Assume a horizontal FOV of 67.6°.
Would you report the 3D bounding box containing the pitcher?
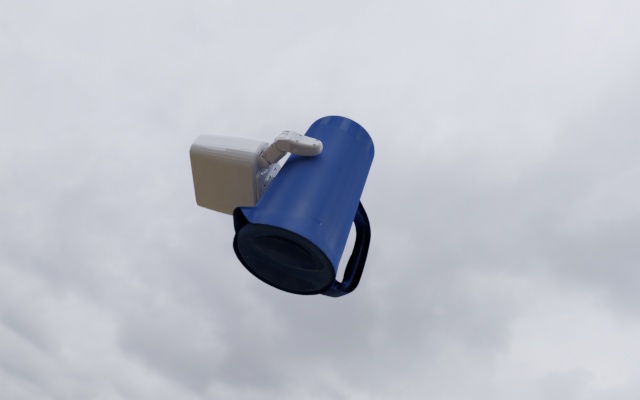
[{"bbox_3d":[0.000,0.002,0.647,0.145,0.149,0.242,10,48,18],"label":"pitcher"}]
